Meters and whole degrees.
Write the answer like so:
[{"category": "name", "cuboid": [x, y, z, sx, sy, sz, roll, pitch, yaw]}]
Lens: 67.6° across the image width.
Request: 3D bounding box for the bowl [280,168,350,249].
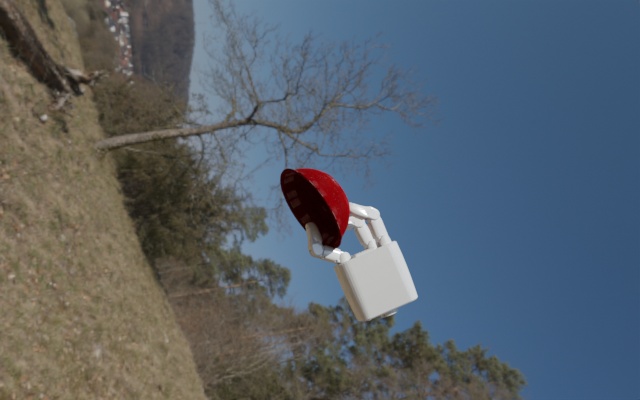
[{"category": "bowl", "cuboid": [0.000, 0.001, 0.824, 0.055, 0.162, 0.162, -35, 15, -23]}]
